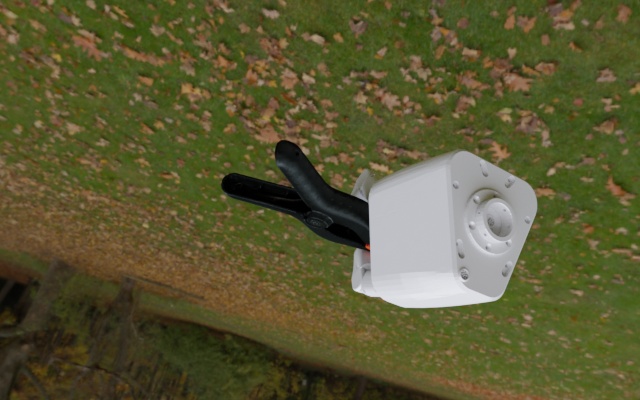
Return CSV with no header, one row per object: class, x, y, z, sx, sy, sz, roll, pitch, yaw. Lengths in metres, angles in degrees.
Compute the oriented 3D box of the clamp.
clamp,0.000,0.002,0.448,0.171,0.039,0.120,23,-20,-19
